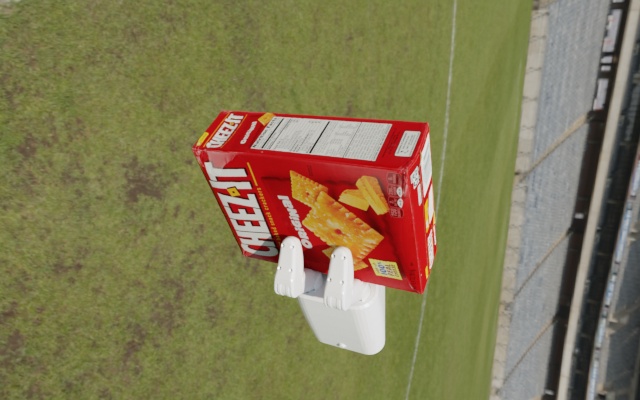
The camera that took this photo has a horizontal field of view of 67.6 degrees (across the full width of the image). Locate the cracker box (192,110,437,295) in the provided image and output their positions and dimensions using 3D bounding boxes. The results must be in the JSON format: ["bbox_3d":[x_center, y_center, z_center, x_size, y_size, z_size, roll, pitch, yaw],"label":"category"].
[{"bbox_3d":[0.000,0.001,0.474,0.213,0.164,0.072,8,47,24],"label":"cracker box"}]
